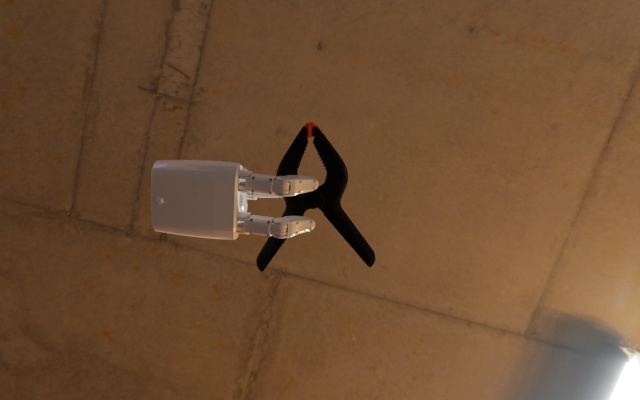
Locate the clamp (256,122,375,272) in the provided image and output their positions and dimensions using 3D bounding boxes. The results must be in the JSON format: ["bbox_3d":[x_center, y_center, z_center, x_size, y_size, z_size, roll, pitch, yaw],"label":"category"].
[{"bbox_3d":[0.000,0.001,0.644,0.164,0.210,0.036,4,14,-3],"label":"clamp"}]
